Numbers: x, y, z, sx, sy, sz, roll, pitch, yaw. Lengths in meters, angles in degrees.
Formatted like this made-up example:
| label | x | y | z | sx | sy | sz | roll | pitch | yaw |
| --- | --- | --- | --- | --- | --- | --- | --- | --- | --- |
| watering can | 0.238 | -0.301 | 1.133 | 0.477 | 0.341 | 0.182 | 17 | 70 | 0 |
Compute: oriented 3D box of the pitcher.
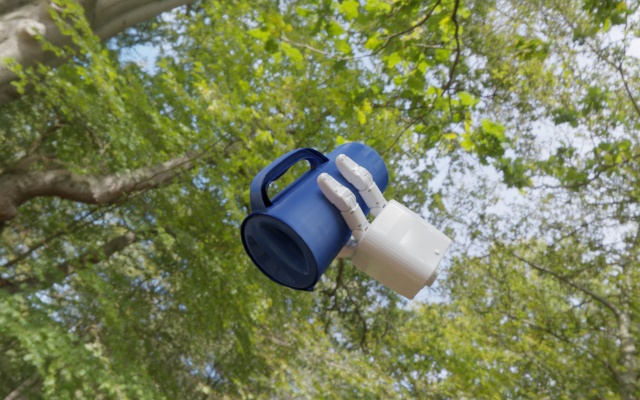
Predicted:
| label | x | y | z | sx | sy | sz | roll | pitch | yaw |
| --- | --- | --- | --- | --- | --- | --- | --- | --- | --- |
| pitcher | 0.000 | 0.002 | 0.716 | 0.145 | 0.149 | 0.242 | 34 | 49 | 13 |
